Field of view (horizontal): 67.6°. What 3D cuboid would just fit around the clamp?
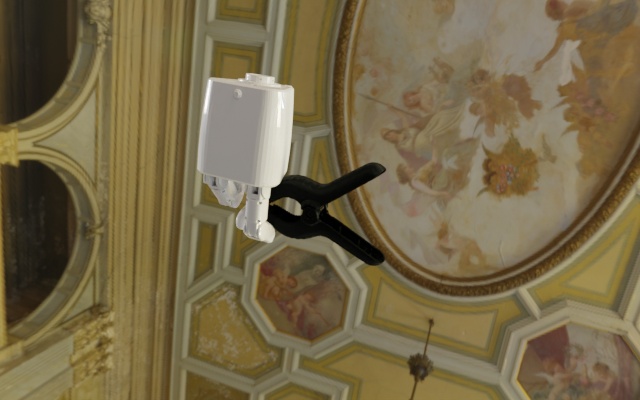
[{"bbox_3d":[0.000,0.002,0.554,0.171,0.120,0.039,14,17,16],"label":"clamp"}]
